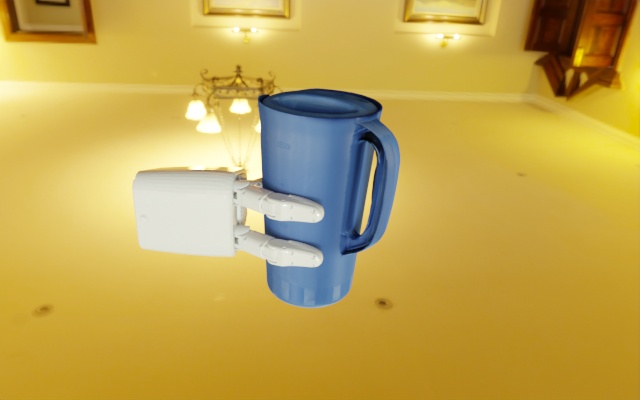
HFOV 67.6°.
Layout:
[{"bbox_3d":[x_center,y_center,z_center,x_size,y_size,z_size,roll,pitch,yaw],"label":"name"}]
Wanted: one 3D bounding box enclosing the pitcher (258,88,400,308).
[{"bbox_3d":[0.000,0.002,0.547,0.145,0.243,0.149,2,25,-2],"label":"pitcher"}]
